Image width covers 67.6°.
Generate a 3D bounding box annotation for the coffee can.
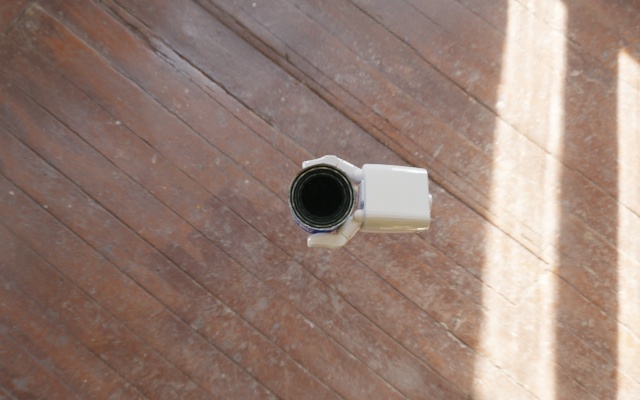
[{"bbox_3d":[0.000,0.003,0.783,0.103,0.103,0.140,0,-7,-2],"label":"coffee can"}]
